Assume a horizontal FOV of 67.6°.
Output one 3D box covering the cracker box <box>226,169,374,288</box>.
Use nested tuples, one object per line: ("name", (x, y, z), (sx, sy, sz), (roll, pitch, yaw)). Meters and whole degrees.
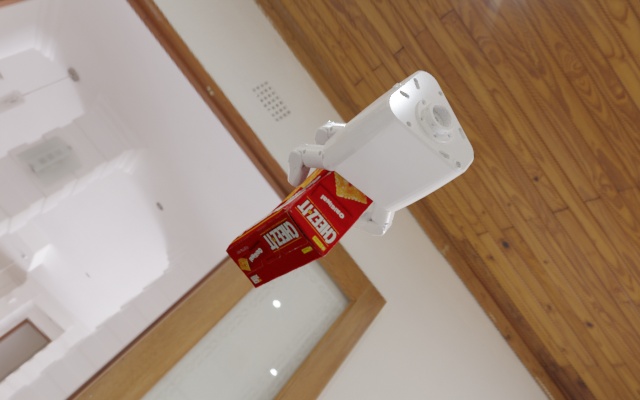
("cracker box", (0.000, 0.002, 0.602), (0.213, 0.072, 0.164), (-43, 6, -39))
